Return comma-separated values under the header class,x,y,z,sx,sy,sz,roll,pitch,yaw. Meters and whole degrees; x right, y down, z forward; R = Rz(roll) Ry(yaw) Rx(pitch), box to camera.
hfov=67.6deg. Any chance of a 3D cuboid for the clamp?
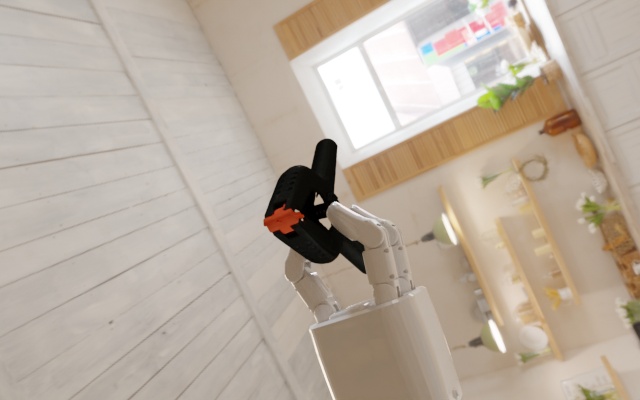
class,x,y,z,sx,sy,sz,roll,pitch,yaw
clamp,-0.001,0.002,0.475,0.036,0.164,0.210,-23,-11,20
